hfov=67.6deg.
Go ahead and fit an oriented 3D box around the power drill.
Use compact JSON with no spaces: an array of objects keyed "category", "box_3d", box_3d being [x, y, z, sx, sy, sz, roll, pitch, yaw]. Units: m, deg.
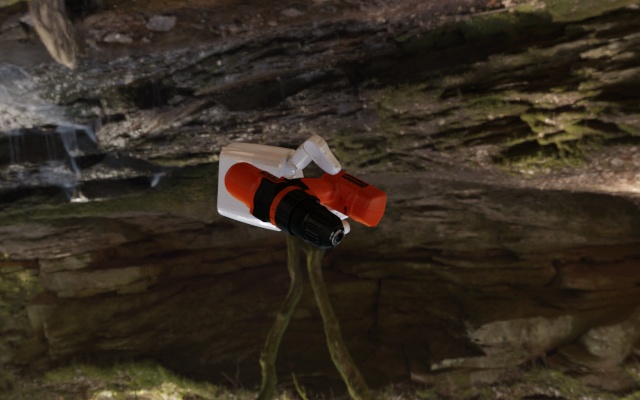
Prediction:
[{"category":"power drill","box_3d":[0.000,0.002,0.597,0.184,0.057,0.187,31,19,36]}]
